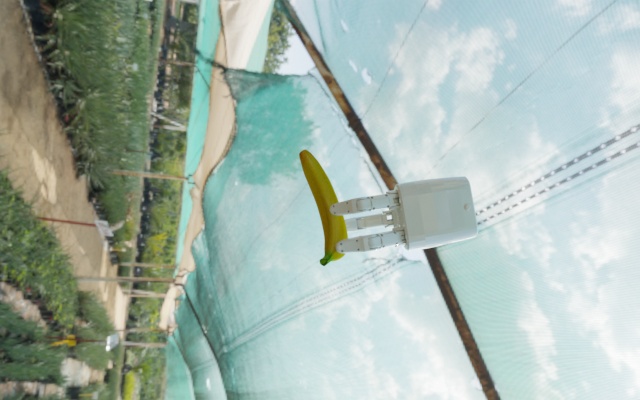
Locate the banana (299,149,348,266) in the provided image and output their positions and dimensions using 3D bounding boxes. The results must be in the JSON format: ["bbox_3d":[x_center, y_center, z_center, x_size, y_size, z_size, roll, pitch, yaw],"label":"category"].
[{"bbox_3d":[0.009,0.012,0.730,0.037,0.197,0.070,-23,-30,16],"label":"banana"}]
